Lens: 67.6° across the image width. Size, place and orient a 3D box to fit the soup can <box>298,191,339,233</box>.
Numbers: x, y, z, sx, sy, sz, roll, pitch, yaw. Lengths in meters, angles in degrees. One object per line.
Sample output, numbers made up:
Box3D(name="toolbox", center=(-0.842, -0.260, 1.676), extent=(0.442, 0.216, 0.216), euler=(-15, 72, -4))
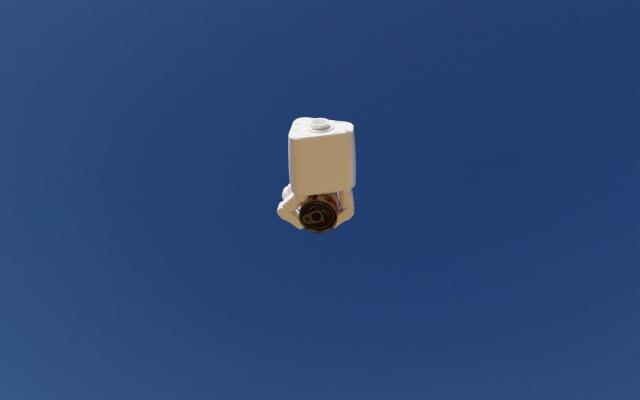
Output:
Box3D(name="soup can", center=(0.000, 0.003, 0.862), extent=(0.068, 0.068, 0.102), euler=(0, 31, 6))
